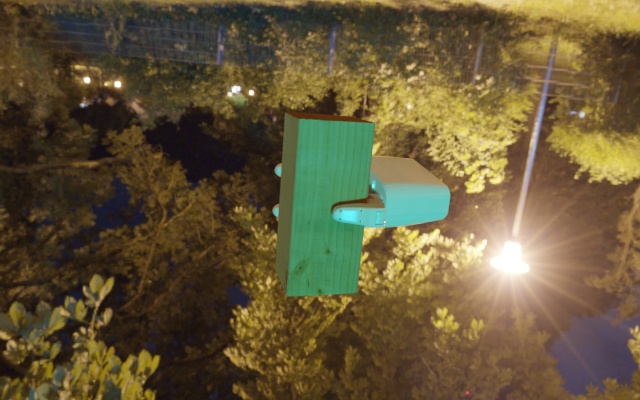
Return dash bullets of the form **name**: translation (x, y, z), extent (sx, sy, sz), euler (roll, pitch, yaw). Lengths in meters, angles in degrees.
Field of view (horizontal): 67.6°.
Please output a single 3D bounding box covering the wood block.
- **wood block**: translation (0.001, 0.002, 0.582), extent (0.090, 0.206, 0.090), euler (1, 14, -16)
